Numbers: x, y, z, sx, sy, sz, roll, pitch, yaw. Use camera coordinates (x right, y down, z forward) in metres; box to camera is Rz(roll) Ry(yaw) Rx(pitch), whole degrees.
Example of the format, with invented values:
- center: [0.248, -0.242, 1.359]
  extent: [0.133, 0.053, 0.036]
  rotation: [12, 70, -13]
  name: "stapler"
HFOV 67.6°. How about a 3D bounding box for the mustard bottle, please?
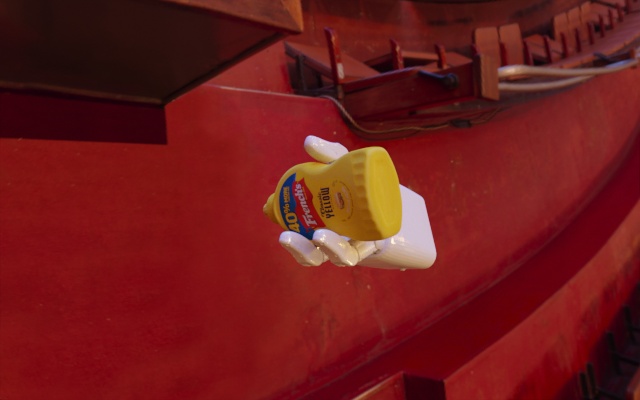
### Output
- center: [0.000, 0.002, 0.550]
  extent: [0.191, 0.096, 0.058]
  rotation: [-9, 5, 45]
  name: "mustard bottle"
